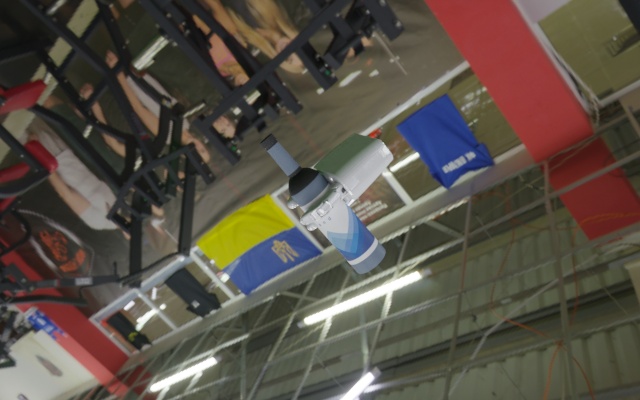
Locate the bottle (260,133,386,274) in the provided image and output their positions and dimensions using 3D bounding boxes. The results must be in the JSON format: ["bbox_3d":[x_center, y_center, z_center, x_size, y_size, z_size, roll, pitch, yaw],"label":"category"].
[{"bbox_3d":[0.000,0.003,0.846,0.069,0.296,0.069,-38,13,10],"label":"bottle"}]
